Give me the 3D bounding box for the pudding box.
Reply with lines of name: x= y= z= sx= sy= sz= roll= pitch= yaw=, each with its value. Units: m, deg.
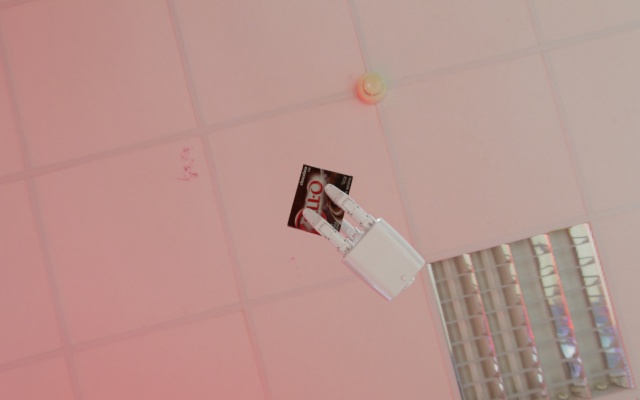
pudding box: x=0.000 y=0.003 z=0.823 sx=0.090 sy=0.113 sz=0.039 roll=14 pitch=-6 yaw=4
